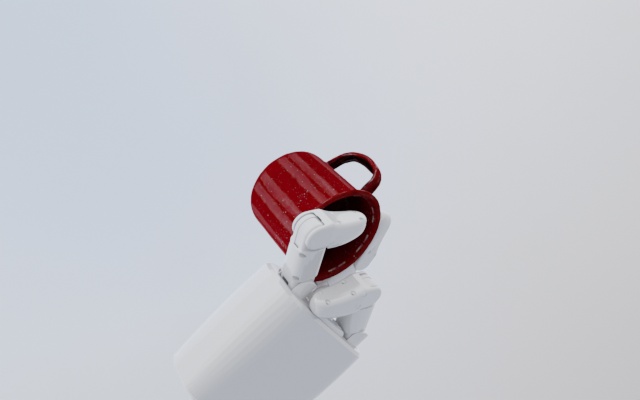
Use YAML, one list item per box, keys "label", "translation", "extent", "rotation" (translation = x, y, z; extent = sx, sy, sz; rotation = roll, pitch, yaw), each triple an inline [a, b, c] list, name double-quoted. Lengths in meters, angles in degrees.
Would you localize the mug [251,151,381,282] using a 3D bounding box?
- label: "mug"
  translation: [0.001, 0.000, 0.418]
  extent: [0.081, 0.117, 0.093]
  rotation: [45, -3, 39]
